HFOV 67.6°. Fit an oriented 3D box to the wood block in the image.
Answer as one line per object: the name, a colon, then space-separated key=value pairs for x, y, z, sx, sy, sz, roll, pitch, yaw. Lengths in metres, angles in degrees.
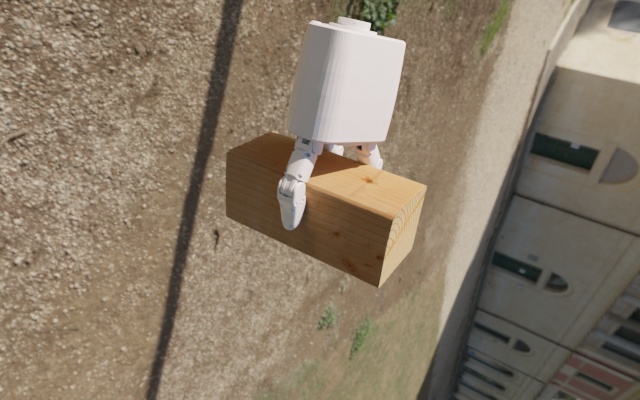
wood block: x=0.000 y=0.002 z=0.542 sx=0.206 sy=0.090 sz=0.090 roll=22 pitch=33 yaw=25
